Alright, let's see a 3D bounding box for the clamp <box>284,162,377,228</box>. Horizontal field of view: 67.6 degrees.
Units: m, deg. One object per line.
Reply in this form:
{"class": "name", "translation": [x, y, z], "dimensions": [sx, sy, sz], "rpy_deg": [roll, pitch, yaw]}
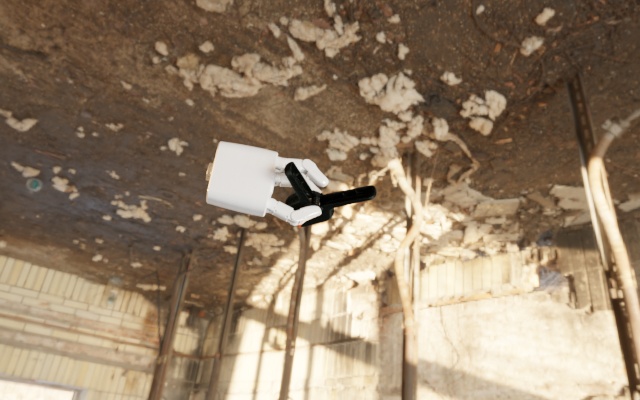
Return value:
{"class": "clamp", "translation": [0.000, 0.004, 0.881], "dimensions": [0.164, 0.036, 0.210], "rpy_deg": [13, -27, -7]}
